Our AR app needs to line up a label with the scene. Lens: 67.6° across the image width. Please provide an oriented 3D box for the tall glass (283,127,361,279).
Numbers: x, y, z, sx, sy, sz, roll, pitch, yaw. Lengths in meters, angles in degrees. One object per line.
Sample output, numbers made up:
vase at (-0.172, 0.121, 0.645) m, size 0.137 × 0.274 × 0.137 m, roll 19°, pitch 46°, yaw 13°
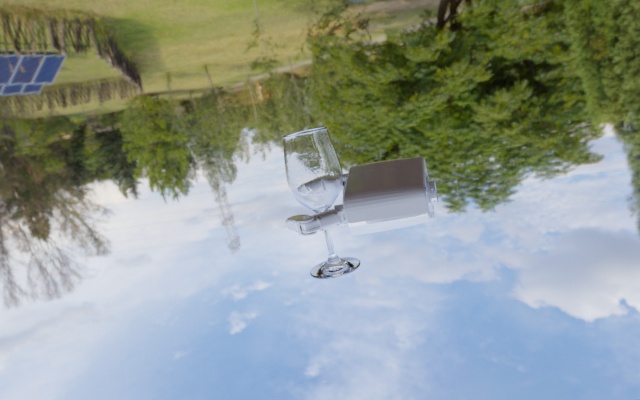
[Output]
tall glass at (0.000, 0.003, 0.665) m, size 0.079 × 0.201 × 0.079 m, roll -12°, pitch 12°, yaw 3°
